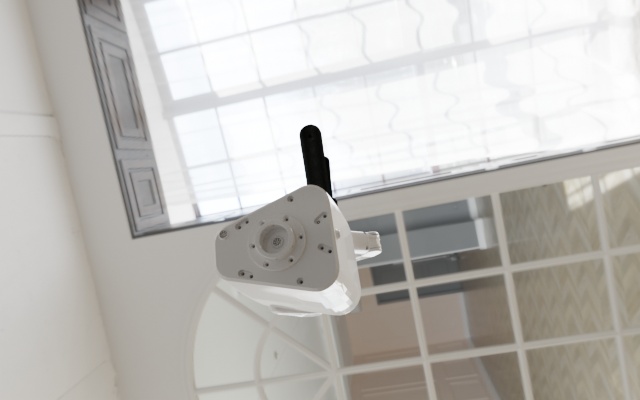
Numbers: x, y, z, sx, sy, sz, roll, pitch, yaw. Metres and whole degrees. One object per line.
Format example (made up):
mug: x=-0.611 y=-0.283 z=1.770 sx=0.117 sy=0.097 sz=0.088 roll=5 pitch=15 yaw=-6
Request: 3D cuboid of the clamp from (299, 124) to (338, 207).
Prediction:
clamp: x=0.000 y=0.002 z=0.542 sx=0.039 sy=0.171 sz=0.120 roll=-12 pitch=-23 yaw=9
